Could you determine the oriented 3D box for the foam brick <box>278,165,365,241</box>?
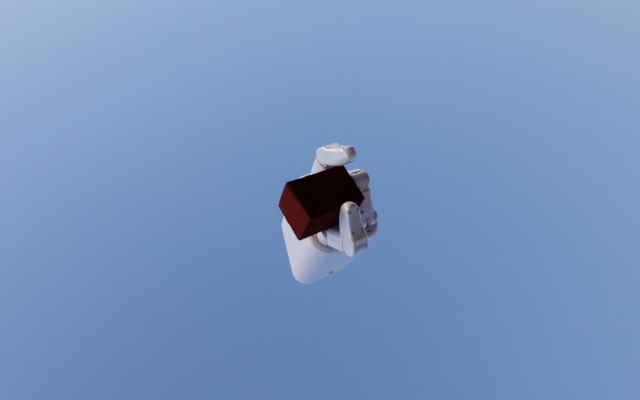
[{"bbox_3d":[0.000,0.002,0.542,0.078,0.053,0.051,-20,-23,-30],"label":"foam brick"}]
